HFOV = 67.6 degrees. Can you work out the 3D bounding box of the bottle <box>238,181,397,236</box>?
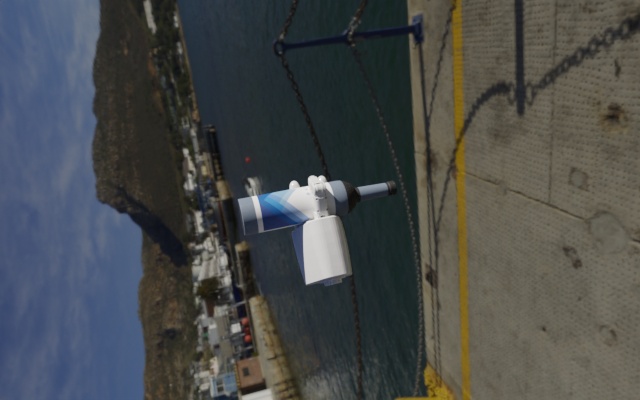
[{"bbox_3d":[0.000,0.003,0.882,0.295,0.069,0.069,-11,2,-12],"label":"bottle"}]
